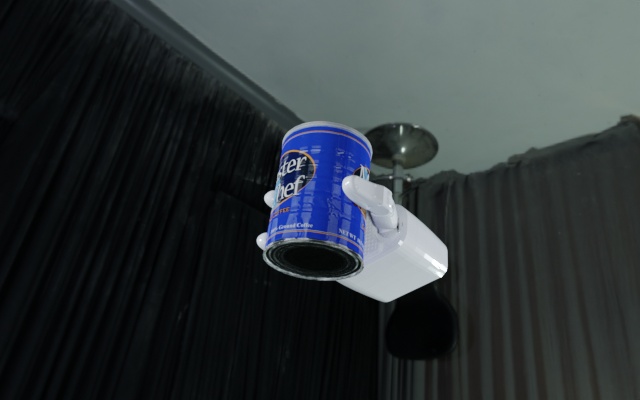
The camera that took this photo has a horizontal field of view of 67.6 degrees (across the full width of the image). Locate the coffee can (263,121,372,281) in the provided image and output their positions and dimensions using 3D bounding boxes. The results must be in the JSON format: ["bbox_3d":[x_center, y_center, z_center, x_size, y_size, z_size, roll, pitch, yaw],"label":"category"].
[{"bbox_3d":[0.000,0.001,0.511,0.103,0.140,0.103,6,-29,3],"label":"coffee can"}]
